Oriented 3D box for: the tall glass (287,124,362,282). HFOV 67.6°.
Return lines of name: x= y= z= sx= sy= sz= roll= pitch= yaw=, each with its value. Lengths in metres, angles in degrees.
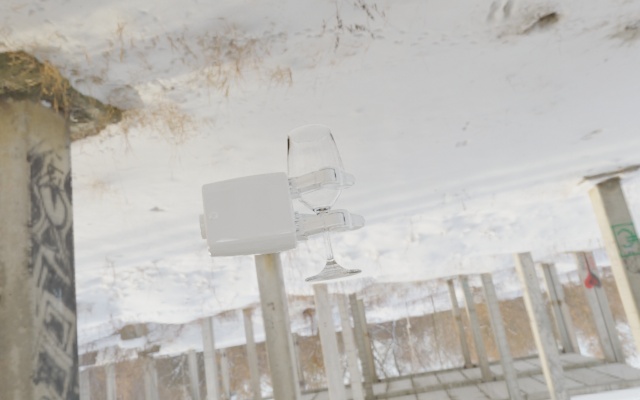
tall glass: x=0.000 y=0.003 z=0.634 sx=0.079 sy=0.201 sz=0.079 roll=-9 pitch=-14 yaw=-2
